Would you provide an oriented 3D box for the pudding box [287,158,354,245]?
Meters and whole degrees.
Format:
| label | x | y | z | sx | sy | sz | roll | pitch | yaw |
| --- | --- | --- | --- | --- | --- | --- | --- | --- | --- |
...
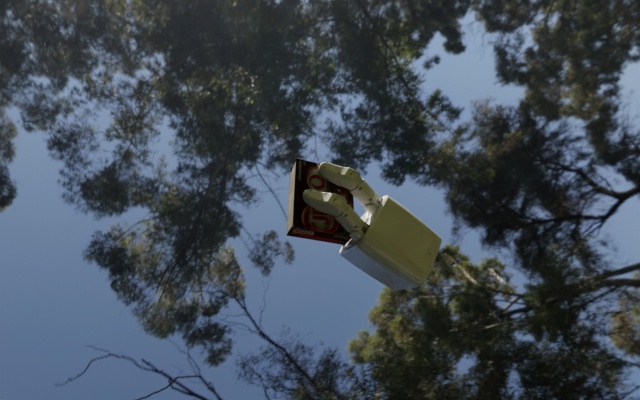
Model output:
| label | x | y | z | sx | sy | sz | roll | pitch | yaw |
| --- | --- | --- | --- | --- | --- | --- | --- | --- | --- |
| pudding box | 0.000 | 0.002 | 0.684 | 0.090 | 0.113 | 0.039 | 11 | -33 | -19 |
